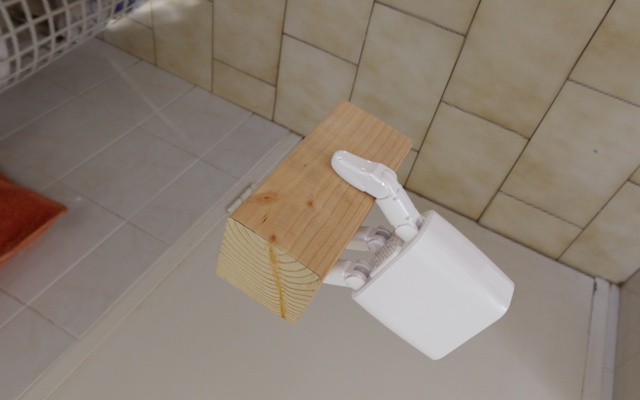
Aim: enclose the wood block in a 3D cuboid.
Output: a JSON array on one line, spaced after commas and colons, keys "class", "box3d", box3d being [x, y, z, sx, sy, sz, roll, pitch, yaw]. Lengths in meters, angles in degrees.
[{"class": "wood block", "box3d": [0.000, 0.002, 0.466, 0.090, 0.091, 0.206, 33, 48, 6]}]
